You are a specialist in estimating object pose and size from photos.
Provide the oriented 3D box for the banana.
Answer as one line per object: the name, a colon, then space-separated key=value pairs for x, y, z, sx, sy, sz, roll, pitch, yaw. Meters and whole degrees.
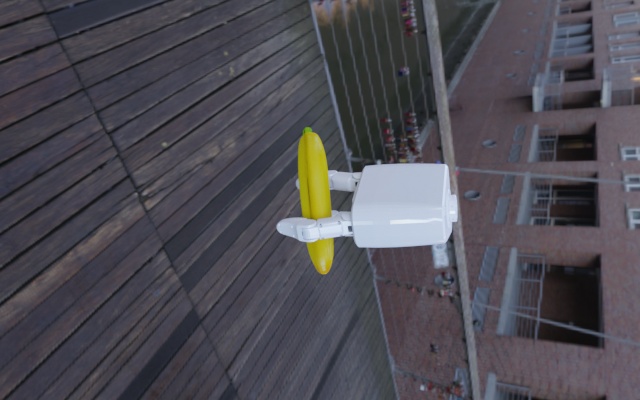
banana: x=-0.004 y=-0.002 z=0.609 sx=0.037 sy=0.198 sz=0.069 roll=-5 pitch=-2 yaw=11
